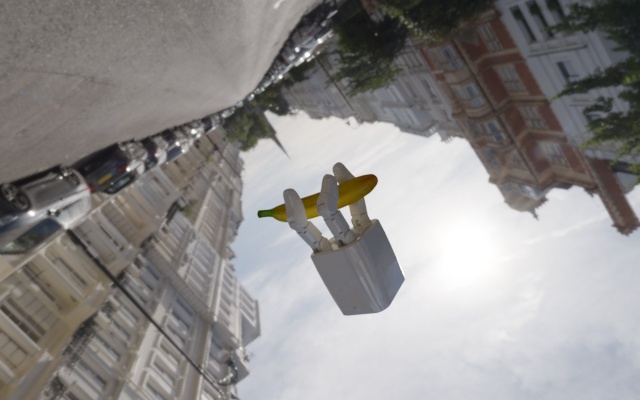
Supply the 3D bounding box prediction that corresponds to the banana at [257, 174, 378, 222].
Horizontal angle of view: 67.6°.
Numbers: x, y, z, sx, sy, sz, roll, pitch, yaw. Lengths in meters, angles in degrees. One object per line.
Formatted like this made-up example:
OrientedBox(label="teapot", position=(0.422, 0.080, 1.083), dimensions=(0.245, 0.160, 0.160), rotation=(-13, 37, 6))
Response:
OrientedBox(label="banana", position=(0.005, 0.002, 0.714), dimensions=(0.198, 0.037, 0.069), rotation=(-19, -4, 24))
